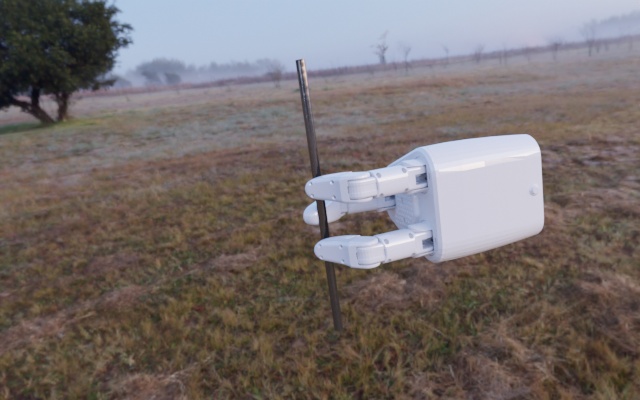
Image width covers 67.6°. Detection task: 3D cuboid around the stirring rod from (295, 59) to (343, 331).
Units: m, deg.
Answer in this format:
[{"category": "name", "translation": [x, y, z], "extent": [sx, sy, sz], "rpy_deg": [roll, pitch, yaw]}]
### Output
[{"category": "stirring rod", "translation": [0.000, 0.001, 0.415], "extent": [0.011, 0.239, 0.011], "rpy_deg": [-8, 11, 2]}]
